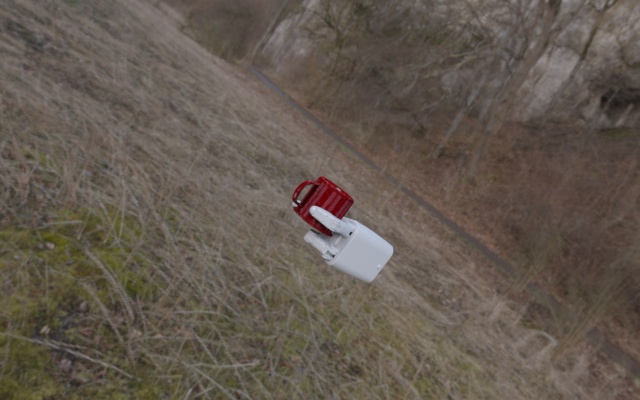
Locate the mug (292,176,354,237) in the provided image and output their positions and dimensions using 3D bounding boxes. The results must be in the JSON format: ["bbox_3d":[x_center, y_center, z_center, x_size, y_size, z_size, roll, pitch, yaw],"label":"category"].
[{"bbox_3d":[-0.001,0.002,0.891,0.117,0.081,0.093,33,8,-32],"label":"mug"}]
